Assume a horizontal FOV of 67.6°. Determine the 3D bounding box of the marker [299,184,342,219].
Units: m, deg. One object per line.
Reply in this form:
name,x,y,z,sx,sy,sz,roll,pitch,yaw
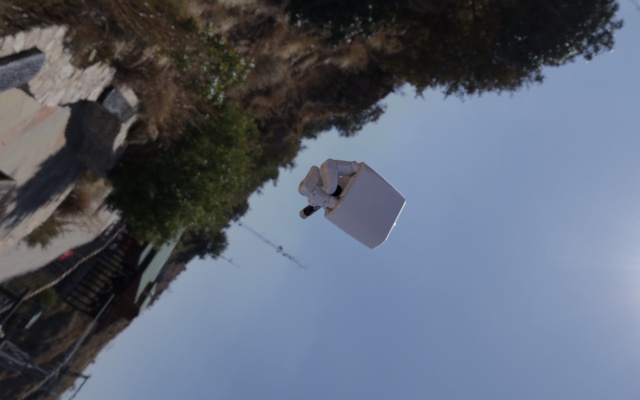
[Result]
marker,0.000,0.003,0.834,0.020,0.020,0.121,0,-23,-34
